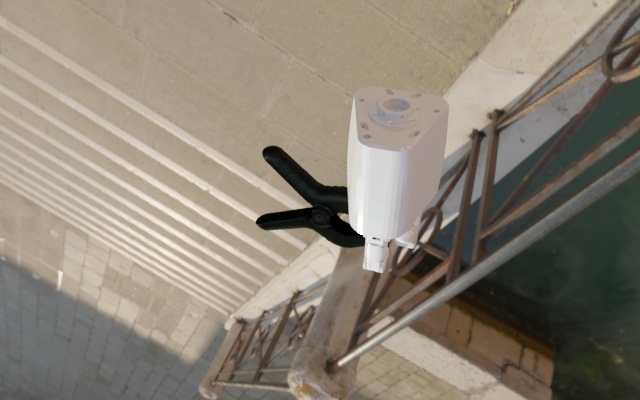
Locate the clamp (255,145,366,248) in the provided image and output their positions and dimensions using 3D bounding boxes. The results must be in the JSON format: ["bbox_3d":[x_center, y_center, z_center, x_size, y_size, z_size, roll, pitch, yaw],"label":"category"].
[{"bbox_3d":[0.000,0.002,0.551,0.171,0.120,0.039,12,43,14],"label":"clamp"}]
